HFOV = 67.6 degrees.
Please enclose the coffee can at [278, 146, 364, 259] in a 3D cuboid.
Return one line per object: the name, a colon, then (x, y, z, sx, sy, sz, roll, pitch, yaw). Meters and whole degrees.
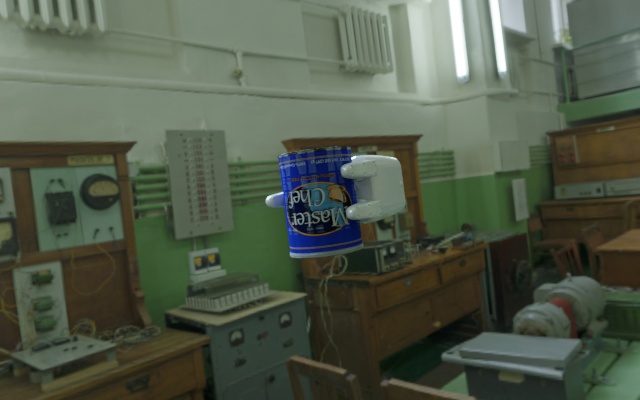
coffee can: (0.000, 0.002, 0.660, 0.103, 0.140, 0.103, -7, 1, 0)
